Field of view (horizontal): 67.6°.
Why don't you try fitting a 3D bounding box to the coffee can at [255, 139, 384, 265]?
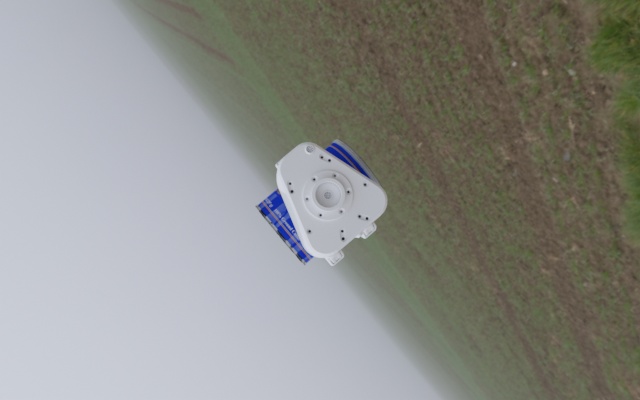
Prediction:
[{"bbox_3d":[0.000,0.002,0.635,0.140,0.103,0.103,-40,4,-5],"label":"coffee can"}]
